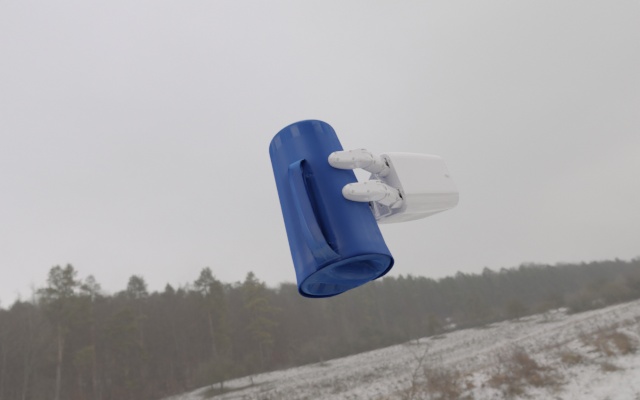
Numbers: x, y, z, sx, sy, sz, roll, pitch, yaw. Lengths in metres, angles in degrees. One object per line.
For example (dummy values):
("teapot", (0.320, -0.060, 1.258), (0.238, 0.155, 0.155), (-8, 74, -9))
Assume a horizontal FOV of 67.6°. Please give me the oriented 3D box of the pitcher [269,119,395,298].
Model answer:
("pitcher", (0.000, 0.002, 0.673), (0.145, 0.242, 0.149), (-3, -32, -27))
